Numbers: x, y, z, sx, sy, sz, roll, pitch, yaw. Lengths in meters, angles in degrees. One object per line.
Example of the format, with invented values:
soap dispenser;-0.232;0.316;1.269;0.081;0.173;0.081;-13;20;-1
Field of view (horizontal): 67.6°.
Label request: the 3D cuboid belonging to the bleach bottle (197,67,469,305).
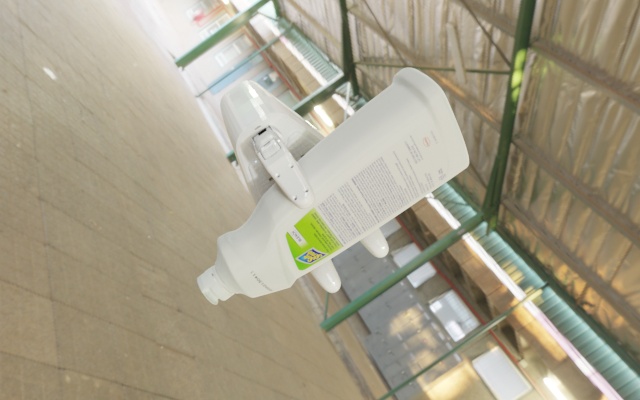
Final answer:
bleach bottle;0.000;0.001;0.408;0.251;0.103;0.068;-35;38;1
